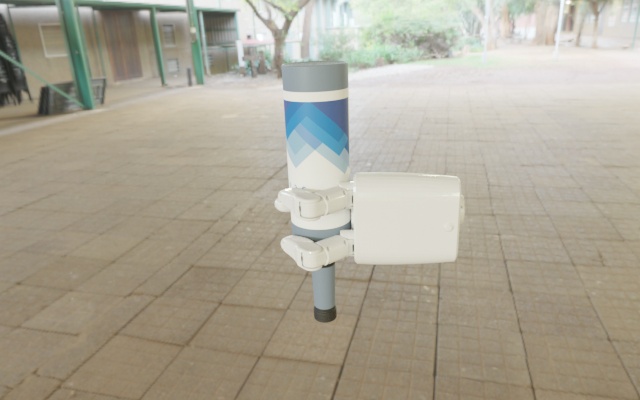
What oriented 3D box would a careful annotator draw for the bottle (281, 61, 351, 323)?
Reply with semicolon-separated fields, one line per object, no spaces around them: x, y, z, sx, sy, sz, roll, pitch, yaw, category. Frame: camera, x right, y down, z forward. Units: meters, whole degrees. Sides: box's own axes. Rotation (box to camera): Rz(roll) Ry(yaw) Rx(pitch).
0.000;0.001;0.525;0.069;0.296;0.069;-2;20;1;bottle
